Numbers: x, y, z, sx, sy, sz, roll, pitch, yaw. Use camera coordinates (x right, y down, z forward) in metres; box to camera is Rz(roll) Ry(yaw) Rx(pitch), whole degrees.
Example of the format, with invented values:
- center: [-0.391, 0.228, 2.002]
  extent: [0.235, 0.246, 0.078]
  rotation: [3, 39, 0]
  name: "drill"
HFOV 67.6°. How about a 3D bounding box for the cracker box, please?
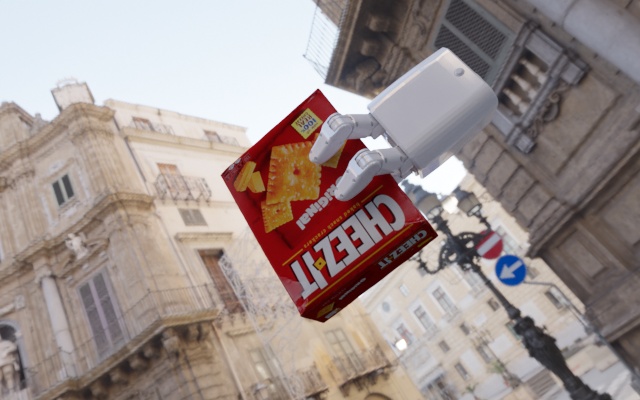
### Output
- center: [0.000, 0.002, 0.546]
  extent: [0.164, 0.213, 0.072]
  rotation: [-39, -29, 9]
  name: "cracker box"
